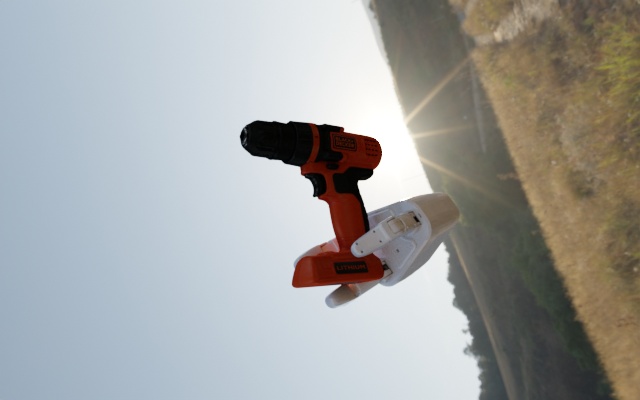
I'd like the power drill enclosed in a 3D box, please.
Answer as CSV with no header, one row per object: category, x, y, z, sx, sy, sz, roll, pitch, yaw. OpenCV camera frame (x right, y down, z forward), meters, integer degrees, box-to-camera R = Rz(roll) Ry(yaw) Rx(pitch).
power drill,0.000,0.002,0.540,0.184,0.187,0.057,3,-14,-31
